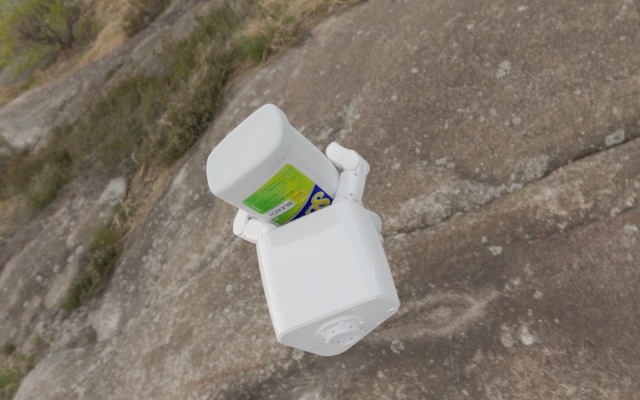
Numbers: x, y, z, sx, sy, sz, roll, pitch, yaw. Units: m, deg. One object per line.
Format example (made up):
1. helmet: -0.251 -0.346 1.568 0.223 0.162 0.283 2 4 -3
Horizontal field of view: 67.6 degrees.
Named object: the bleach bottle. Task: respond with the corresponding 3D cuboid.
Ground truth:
1. bleach bottle: 0.000 0.002 0.529 0.102 0.068 0.251 -36 -42 20
